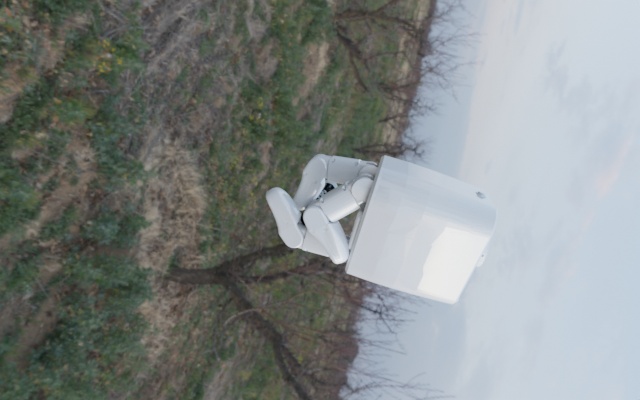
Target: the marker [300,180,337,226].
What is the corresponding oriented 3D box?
[{"bbox_3d":[0.000,0.002,0.510,0.020,0.020,0.121,0,17,11],"label":"marker"}]
